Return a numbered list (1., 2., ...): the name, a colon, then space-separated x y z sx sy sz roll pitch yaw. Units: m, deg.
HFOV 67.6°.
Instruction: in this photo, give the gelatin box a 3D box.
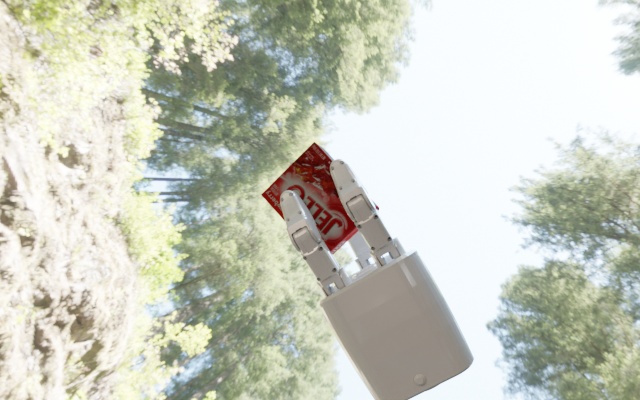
1. gelatin box: 0.000 0.001 0.453 0.073 0.089 0.030 -44 -14 8
